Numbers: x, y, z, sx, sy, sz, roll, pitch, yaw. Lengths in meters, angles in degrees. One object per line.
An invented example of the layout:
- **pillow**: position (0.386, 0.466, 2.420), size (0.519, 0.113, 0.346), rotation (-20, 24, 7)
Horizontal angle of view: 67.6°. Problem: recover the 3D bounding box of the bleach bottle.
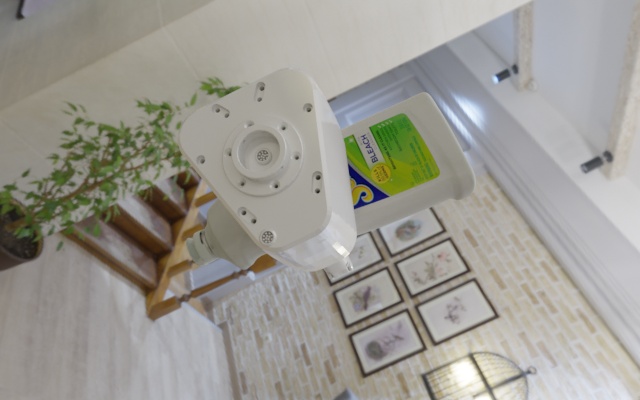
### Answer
- **bleach bottle**: position (0.000, 0.001, 0.429), size (0.251, 0.102, 0.068), rotation (-26, -16, 4)
